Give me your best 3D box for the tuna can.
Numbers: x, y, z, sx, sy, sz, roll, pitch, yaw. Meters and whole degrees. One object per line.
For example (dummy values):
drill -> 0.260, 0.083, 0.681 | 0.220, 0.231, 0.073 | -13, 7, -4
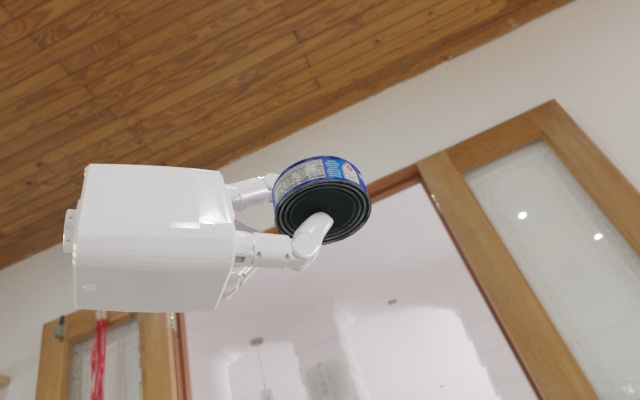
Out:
tuna can -> 0.000, 0.001, 0.425 | 0.086, 0.033, 0.086 | -7, -41, -6
